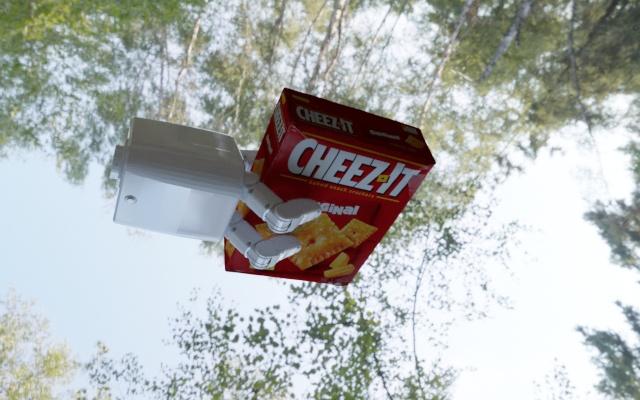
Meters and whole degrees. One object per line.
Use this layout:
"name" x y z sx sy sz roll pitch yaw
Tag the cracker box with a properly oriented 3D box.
"cracker box" 0.000 0.002 0.532 0.164 0.214 0.072 12 40 -23
